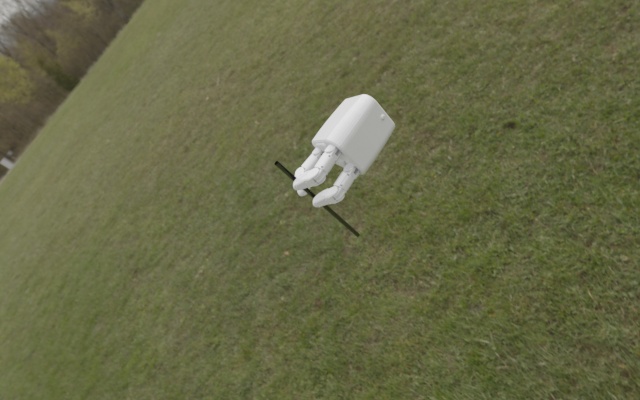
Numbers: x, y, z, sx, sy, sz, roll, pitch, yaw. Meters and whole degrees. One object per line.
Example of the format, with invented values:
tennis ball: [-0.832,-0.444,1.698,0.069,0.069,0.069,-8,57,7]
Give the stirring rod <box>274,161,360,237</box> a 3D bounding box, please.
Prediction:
stirring rod: [0.000,0.003,0.855,0.011,0.011,0.240,0,-32,46]
